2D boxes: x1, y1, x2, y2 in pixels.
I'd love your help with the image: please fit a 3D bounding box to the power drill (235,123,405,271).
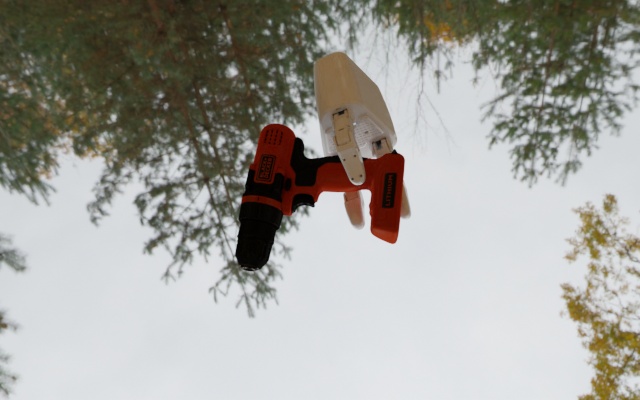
[{"bbox_3d":[0.001,0.002,0.560,0.187,0.184,0.057,7,-18,6],"label":"power drill"}]
